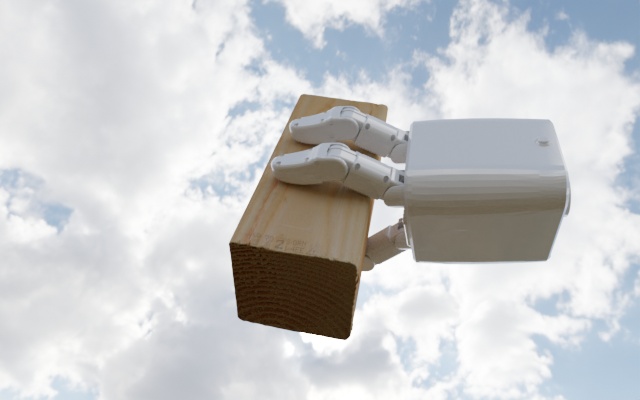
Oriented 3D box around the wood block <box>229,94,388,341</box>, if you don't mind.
[{"bbox_3d":[0.000,0.002,0.412,0.090,0.091,0.206,9,41,8],"label":"wood block"}]
